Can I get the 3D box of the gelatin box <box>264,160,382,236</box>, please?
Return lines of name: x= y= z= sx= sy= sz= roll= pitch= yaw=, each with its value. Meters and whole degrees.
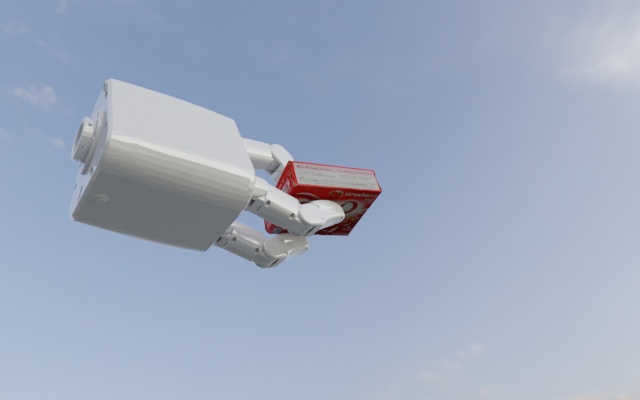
gelatin box: x=0.000 y=0.001 z=0.440 sx=0.089 sy=0.030 sz=0.073 roll=4 pitch=-39 yaw=-27
